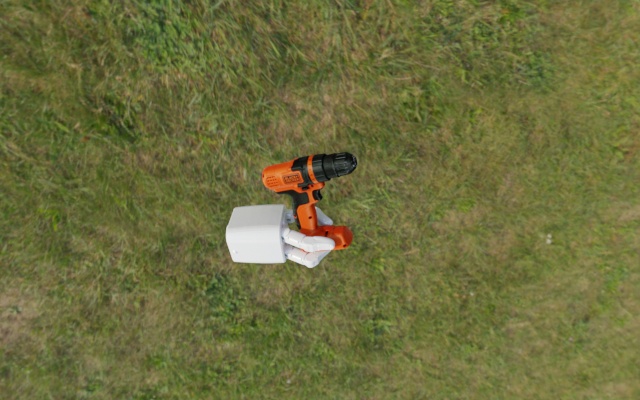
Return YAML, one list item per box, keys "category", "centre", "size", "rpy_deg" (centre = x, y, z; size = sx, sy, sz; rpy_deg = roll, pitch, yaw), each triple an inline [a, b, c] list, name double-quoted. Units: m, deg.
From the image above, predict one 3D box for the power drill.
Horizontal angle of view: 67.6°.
- category: "power drill"
  centre: [0.000, 0.003, 0.895]
  size: [0.184, 0.188, 0.057]
  rpy_deg: [-8, 25, 25]
